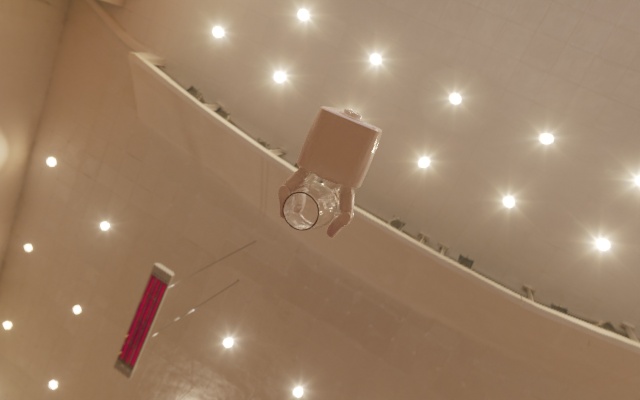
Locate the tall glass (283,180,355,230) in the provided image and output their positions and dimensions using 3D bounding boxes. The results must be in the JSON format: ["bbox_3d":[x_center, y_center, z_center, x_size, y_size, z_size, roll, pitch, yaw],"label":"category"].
[{"bbox_3d":[0.000,0.003,0.840,0.079,0.079,0.201,0,9,19],"label":"tall glass"}]
